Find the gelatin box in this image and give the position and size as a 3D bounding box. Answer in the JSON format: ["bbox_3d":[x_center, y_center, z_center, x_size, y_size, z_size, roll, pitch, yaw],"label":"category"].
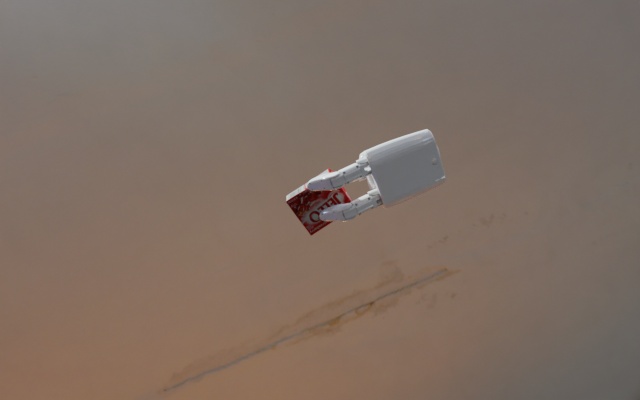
[{"bbox_3d":[0.000,0.003,0.772,0.089,0.073,0.030,-32,18,10],"label":"gelatin box"}]
